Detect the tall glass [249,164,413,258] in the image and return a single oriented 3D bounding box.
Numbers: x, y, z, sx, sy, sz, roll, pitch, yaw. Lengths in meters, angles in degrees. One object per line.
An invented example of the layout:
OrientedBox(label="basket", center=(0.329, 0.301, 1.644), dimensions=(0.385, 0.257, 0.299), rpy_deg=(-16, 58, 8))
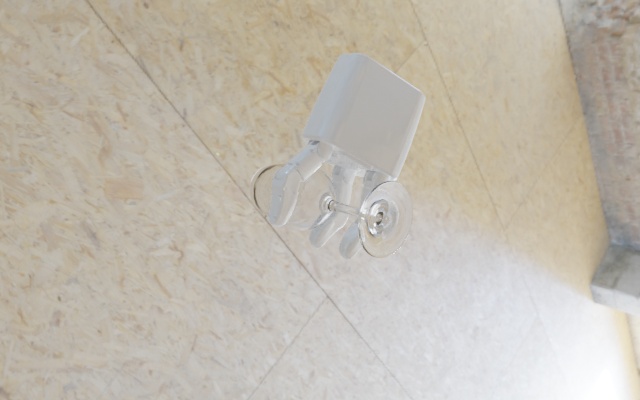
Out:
OrientedBox(label="tall glass", center=(0.000, 0.002, 0.524), dimensions=(0.079, 0.079, 0.201), rpy_deg=(0, 9, -40))
